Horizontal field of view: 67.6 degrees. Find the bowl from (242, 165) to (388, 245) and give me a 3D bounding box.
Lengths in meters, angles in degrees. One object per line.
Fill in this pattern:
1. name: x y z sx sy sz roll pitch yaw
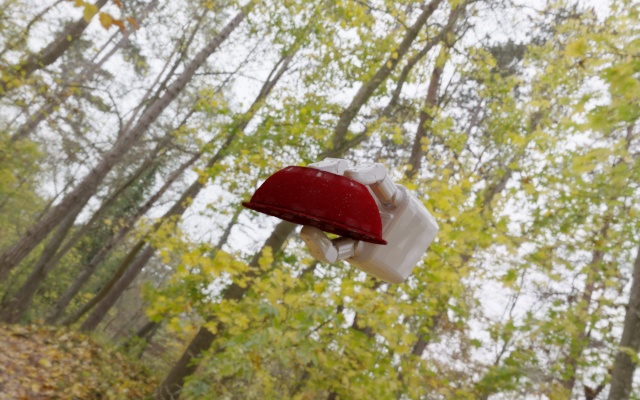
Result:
1. bowl: 0.000 0.001 0.515 0.162 0.055 0.162 15 -5 1
